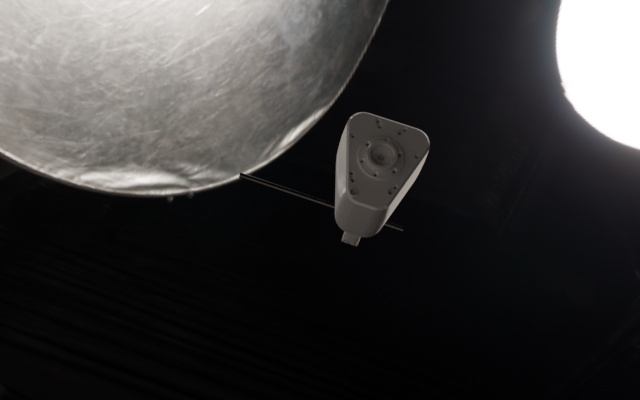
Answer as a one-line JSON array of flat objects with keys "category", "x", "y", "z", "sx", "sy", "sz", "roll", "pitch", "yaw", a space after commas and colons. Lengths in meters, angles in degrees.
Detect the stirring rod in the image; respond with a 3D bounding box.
[{"category": "stirring rod", "x": 0.000, "y": 0.002, "z": 0.667, "sx": 0.239, "sy": 0.011, "sz": 0.011, "roll": 19, "pitch": 1, "yaw": 4}]
